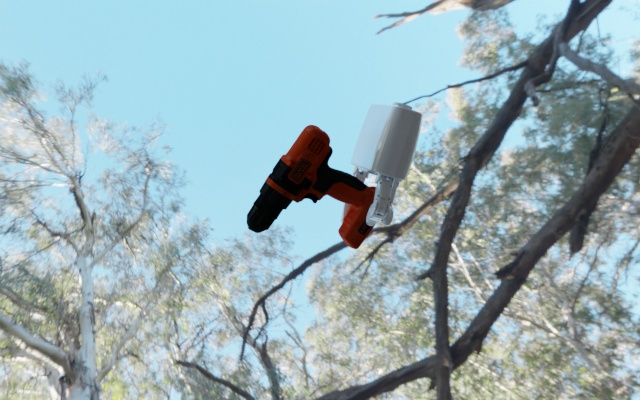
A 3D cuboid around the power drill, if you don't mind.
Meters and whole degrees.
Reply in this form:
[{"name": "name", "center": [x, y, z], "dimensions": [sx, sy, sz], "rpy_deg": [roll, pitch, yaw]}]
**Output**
[{"name": "power drill", "center": [0.001, 0.002, 0.742], "dimensions": [0.188, 0.184, 0.057], "rpy_deg": [32, 8, -28]}]
